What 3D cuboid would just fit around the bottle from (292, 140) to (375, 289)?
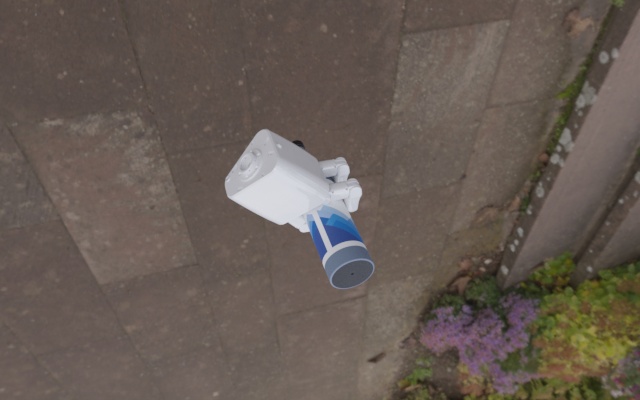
[{"bbox_3d":[0.000,0.003,0.761,0.069,0.069,0.295,0,43,-25],"label":"bottle"}]
